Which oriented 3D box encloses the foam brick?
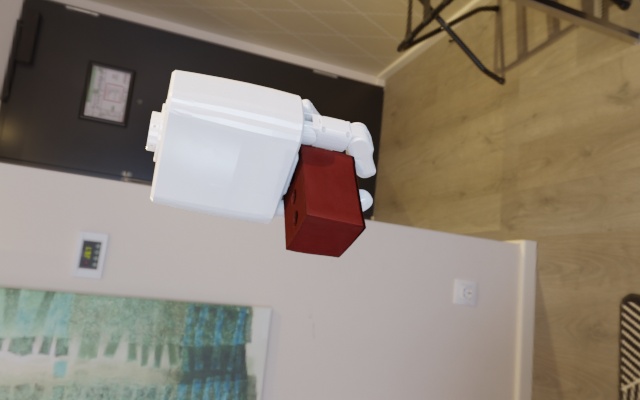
[{"bbox_3d":[0.000,0.002,0.406,0.051,0.078,0.053,10,-40,-21],"label":"foam brick"}]
